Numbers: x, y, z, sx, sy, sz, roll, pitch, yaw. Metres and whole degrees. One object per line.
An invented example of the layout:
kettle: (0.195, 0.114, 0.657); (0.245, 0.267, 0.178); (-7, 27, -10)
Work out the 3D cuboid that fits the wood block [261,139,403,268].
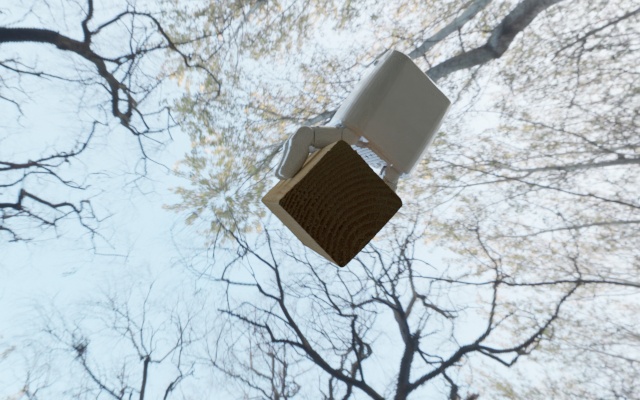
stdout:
wood block: (0.001, 0.002, 0.546); (0.091, 0.090, 0.206); (45, -8, -8)
